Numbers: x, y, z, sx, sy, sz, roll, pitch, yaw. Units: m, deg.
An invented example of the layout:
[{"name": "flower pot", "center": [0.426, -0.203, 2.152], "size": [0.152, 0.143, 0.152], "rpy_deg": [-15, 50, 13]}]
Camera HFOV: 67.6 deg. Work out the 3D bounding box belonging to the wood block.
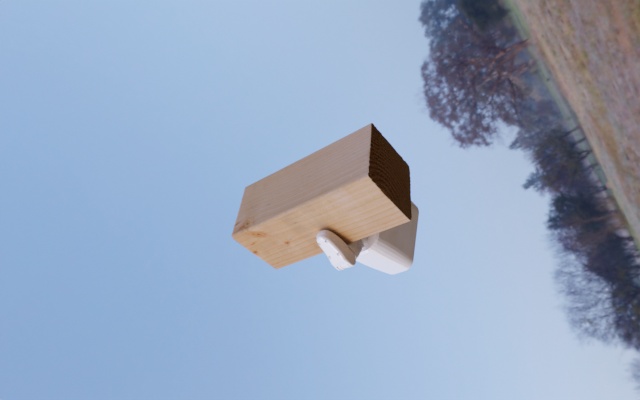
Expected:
[{"name": "wood block", "center": [0.000, 0.002, 0.595], "size": [0.206, 0.090, 0.090], "rpy_deg": [-24, -50, 31]}]
